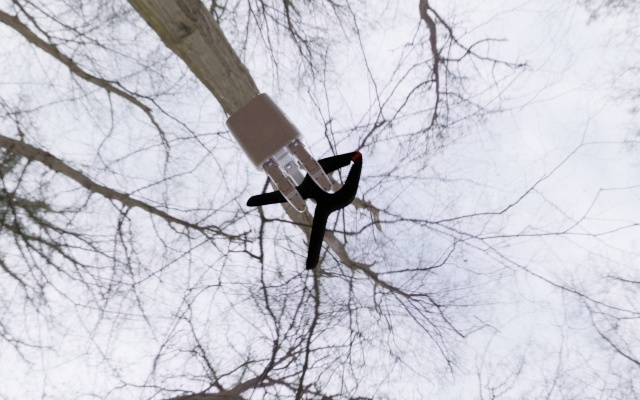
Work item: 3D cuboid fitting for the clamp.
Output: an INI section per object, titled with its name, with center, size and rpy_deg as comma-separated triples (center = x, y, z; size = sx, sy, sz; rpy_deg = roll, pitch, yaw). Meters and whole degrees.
[clamp]
center = 0.001, 0.002, 0.809
size = 0.210, 0.164, 0.036
rpy_deg = -38, -12, -1
